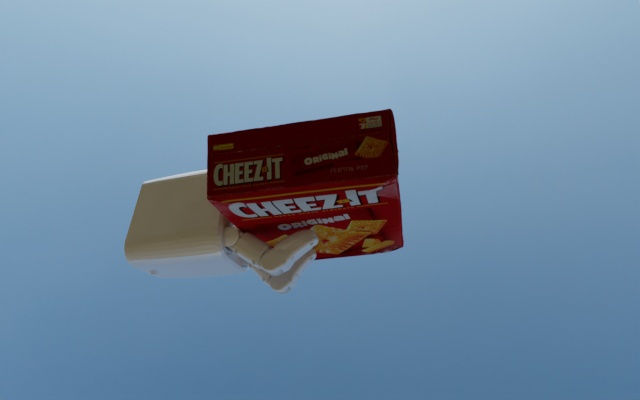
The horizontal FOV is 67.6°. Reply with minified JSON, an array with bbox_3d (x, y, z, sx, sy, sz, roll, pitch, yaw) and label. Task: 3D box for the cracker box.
[{"bbox_3d":[0.000,0.002,0.490,0.164,0.072,0.214,-7,-22,8],"label":"cracker box"}]
